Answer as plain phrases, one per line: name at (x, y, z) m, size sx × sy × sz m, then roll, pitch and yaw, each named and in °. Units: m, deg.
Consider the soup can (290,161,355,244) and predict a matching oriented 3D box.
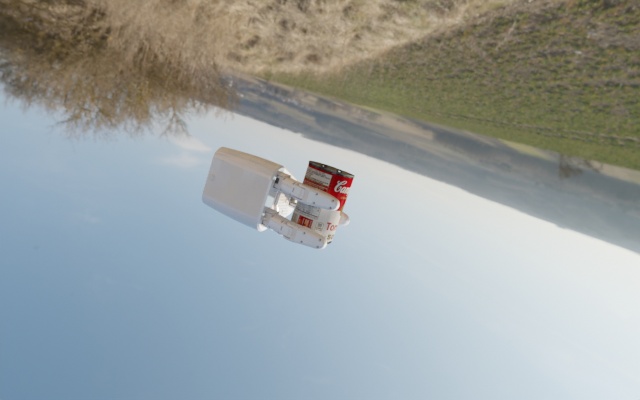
soup can at (0.000, 0.003, 0.675) m, size 0.068 × 0.102 × 0.068 m, roll 18°, pitch 8°, yaw -3°
